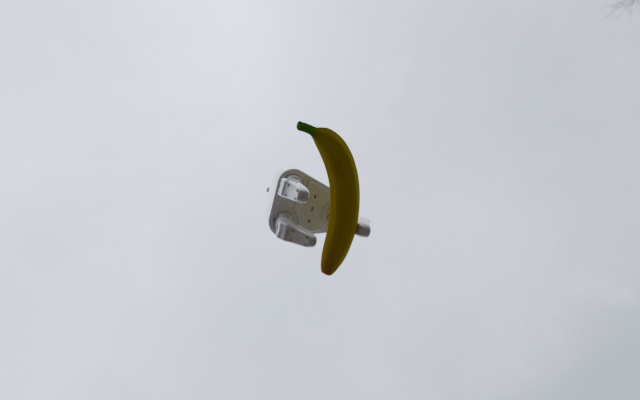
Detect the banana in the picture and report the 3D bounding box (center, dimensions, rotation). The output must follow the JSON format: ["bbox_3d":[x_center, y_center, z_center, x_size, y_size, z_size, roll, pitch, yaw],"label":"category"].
[{"bbox_3d":[0.017,-0.006,0.590,0.069,0.198,0.037,-14,15,-14],"label":"banana"}]
